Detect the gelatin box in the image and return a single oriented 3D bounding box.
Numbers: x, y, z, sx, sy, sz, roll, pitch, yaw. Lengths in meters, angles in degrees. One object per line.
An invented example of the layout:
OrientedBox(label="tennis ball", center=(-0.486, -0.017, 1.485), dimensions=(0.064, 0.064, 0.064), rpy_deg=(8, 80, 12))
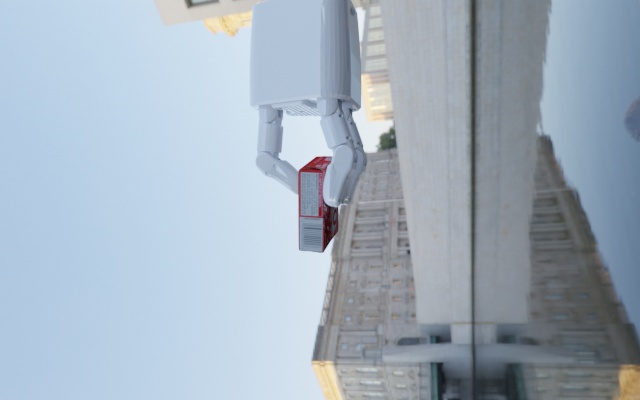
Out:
OrientedBox(label="gelatin box", center=(0.000, 0.002, 0.507), dimensions=(0.030, 0.089, 0.073), rpy_deg=(4, 15, 13))
